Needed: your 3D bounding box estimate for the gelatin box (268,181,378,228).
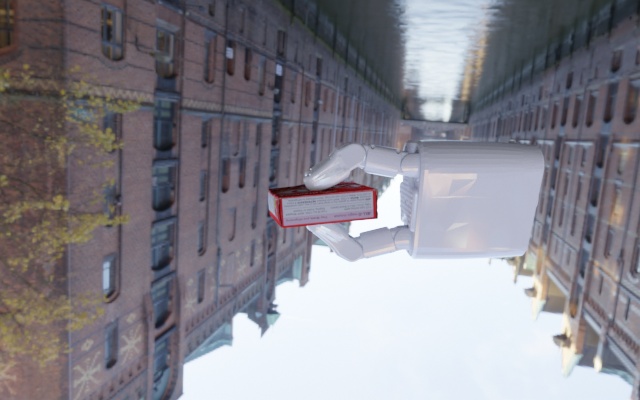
[{"bbox_3d":[0.000,0.002,0.440,0.089,0.030,0.073,-6,9,-12],"label":"gelatin box"}]
